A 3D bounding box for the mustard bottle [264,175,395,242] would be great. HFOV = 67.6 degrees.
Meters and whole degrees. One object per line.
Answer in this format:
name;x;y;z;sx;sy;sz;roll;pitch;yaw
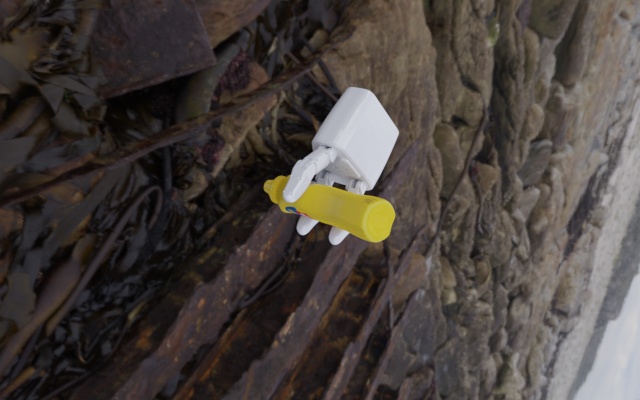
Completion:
mustard bottle;0.000;0.003;0.660;0.191;0.058;0.096;18;1;30
